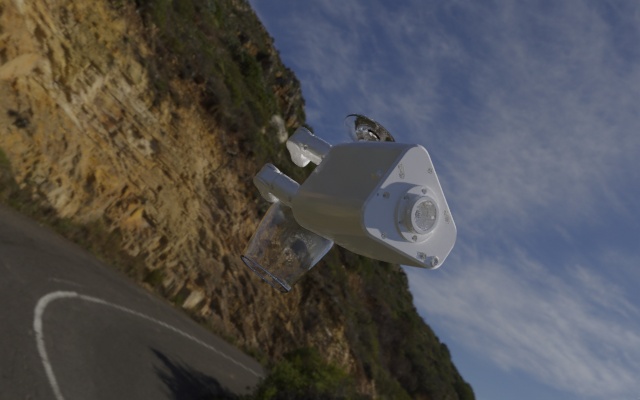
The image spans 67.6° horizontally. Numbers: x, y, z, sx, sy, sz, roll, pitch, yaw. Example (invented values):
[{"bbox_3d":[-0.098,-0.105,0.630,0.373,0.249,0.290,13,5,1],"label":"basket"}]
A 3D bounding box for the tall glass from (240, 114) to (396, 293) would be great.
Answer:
[{"bbox_3d":[0.000,0.001,0.519,0.079,0.201,0.079,34,-18,13],"label":"tall glass"}]
